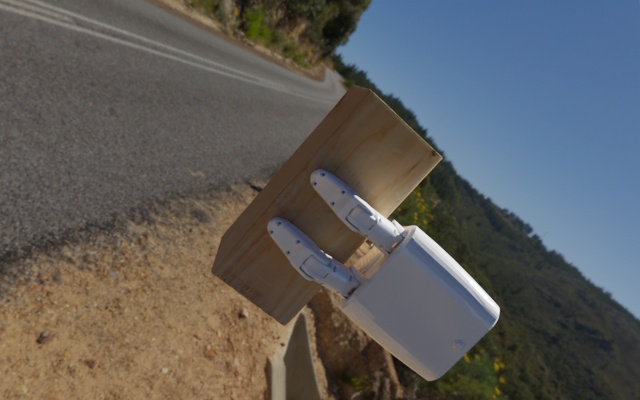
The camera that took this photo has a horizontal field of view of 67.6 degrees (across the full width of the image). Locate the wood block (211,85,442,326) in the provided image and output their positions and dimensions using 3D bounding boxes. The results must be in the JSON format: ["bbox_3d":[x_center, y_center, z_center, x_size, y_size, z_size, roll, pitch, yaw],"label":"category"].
[{"bbox_3d":[0.000,0.002,0.451,0.090,0.206,0.090,40,9,-14],"label":"wood block"}]
